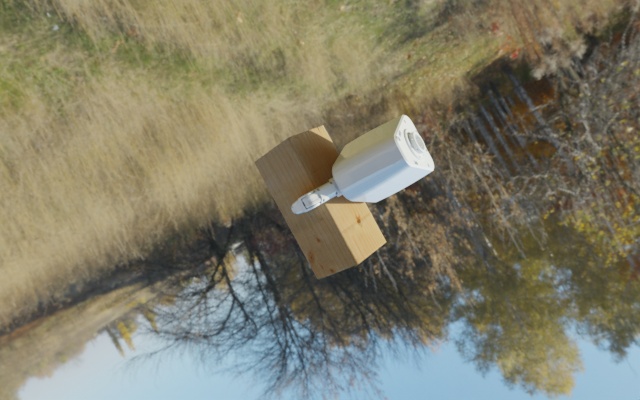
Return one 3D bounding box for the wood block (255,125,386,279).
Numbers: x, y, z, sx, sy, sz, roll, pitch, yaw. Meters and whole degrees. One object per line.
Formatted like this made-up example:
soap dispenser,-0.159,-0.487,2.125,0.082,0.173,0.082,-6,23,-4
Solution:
wood block,0.000,0.002,0.735,0.090,0.206,0.091,-28,0,42
